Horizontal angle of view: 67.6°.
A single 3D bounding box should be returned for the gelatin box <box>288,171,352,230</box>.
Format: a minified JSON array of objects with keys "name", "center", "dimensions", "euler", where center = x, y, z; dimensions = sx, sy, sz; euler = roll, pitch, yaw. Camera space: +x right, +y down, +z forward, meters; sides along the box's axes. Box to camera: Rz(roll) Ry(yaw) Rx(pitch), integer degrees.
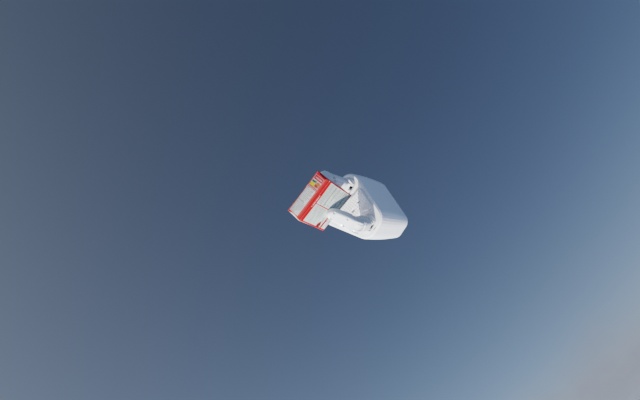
[{"name":"gelatin box","center":[0.000,0.003,0.722],"dimensions":[0.030,0.073,0.089],"euler":[40,6,27]}]
